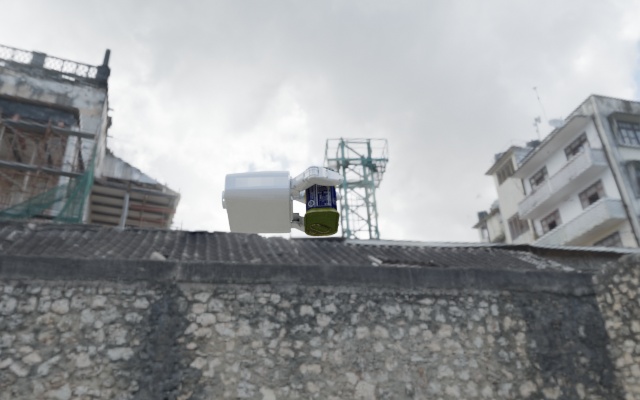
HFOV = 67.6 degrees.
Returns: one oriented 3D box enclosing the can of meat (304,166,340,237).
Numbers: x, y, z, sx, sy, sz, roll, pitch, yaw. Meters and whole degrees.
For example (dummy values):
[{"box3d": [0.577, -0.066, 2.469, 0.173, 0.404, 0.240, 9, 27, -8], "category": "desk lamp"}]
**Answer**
[{"box3d": [0.000, 0.002, 0.800, 0.057, 0.084, 0.102, -2, -27, -1], "category": "can of meat"}]
